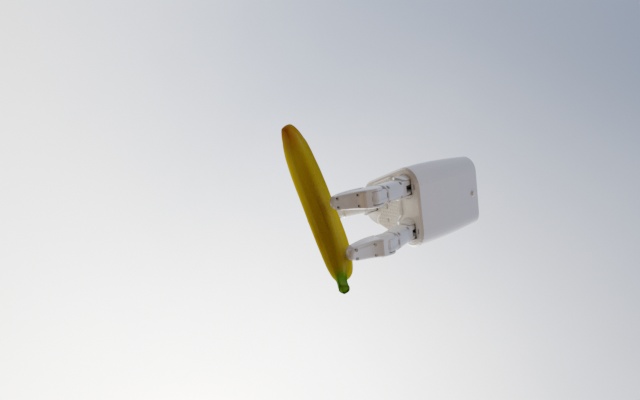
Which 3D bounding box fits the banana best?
[{"bbox_3d":[0.000,0.009,0.548,0.037,0.197,0.070,-20,-9,-8],"label":"banana"}]
